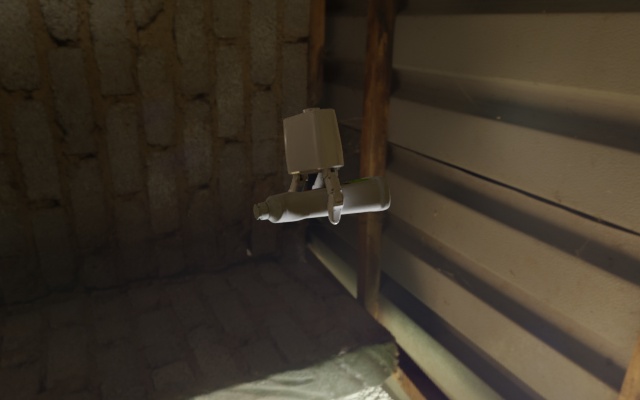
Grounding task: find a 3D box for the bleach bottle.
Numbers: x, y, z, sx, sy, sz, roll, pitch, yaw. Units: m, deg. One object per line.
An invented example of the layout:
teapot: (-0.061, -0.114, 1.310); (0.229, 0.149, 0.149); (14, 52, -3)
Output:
bleach bottle: (0.000, 0.003, 0.899); (0.251, 0.068, 0.102); (-9, 2, -26)
